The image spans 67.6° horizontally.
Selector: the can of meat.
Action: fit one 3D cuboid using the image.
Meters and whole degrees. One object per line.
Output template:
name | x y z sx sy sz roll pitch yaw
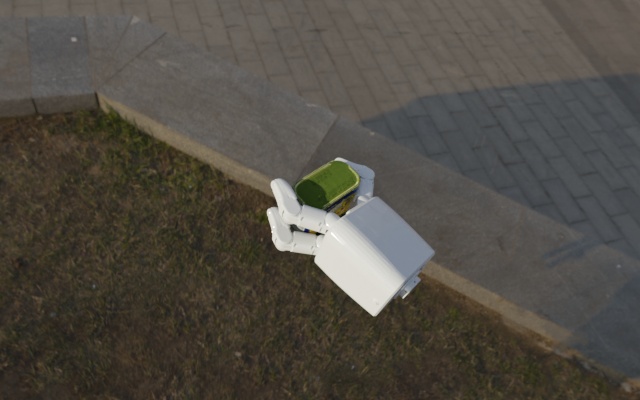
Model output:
can of meat | 0.000 0.002 0.642 0.102 0.057 0.084 -34 -20 -31
